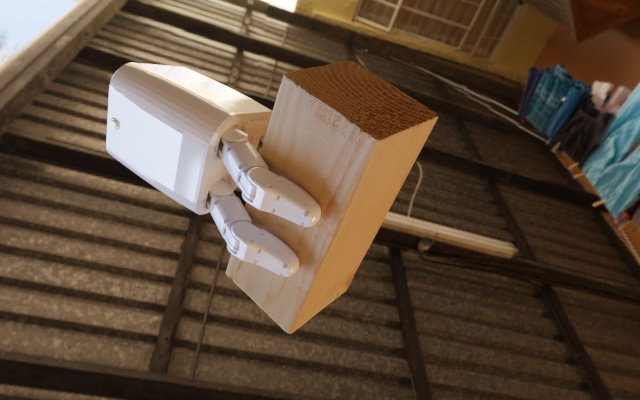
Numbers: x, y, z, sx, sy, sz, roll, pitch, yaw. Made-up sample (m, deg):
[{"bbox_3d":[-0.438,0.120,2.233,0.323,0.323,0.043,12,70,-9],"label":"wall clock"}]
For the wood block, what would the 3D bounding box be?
[{"bbox_3d":[0.000,0.001,0.403,0.090,0.206,0.091,38,39,20],"label":"wood block"}]
